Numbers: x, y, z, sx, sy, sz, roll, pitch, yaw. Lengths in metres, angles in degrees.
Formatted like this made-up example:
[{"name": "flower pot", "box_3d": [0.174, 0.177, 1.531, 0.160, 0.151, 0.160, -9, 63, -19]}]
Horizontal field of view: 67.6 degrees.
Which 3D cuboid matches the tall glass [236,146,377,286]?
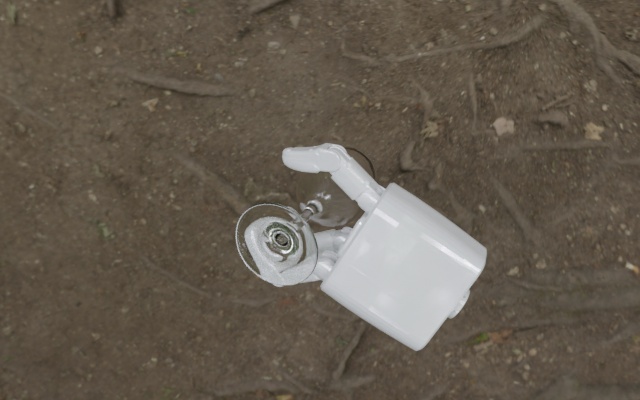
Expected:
[{"name": "tall glass", "box_3d": [0.000, 0.002, 0.471, 0.079, 0.079, 0.201, 0, 21, 23]}]
